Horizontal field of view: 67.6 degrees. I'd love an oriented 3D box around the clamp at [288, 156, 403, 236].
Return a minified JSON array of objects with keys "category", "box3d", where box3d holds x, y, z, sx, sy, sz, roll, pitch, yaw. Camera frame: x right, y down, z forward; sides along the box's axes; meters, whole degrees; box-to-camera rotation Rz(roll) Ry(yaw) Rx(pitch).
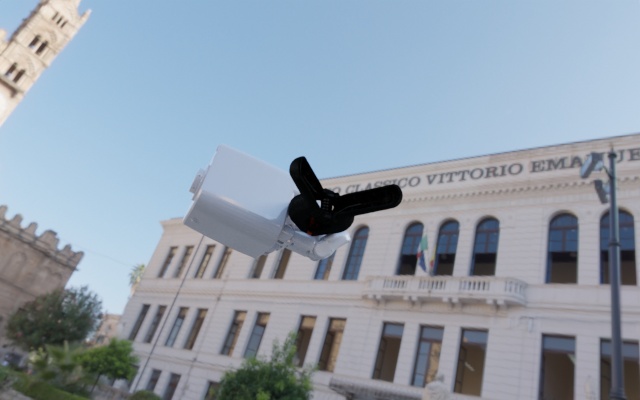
[{"category":"clamp","box3d":[0.000,0.001,0.542,0.120,0.039,0.171,26,-29,-16]}]
